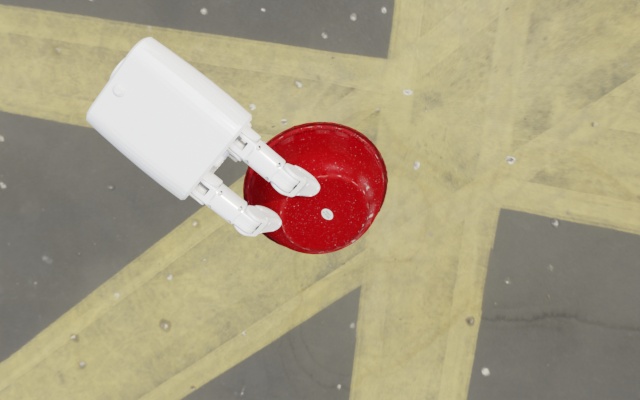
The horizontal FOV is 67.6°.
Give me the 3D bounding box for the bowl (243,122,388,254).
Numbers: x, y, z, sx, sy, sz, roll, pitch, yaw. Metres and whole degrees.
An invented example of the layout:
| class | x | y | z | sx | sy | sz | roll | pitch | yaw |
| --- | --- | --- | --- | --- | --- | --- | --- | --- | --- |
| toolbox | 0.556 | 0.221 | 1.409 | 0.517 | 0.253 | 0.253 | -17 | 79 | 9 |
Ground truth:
| class | x | y | z | sx | sy | sz | roll | pitch | yaw |
| --- | --- | --- | --- | --- | --- | --- | --- | --- | --- |
| bowl | 0.001 | 0.002 | 0.507 | 0.162 | 0.162 | 0.055 | 0 | 30 | -11 |
